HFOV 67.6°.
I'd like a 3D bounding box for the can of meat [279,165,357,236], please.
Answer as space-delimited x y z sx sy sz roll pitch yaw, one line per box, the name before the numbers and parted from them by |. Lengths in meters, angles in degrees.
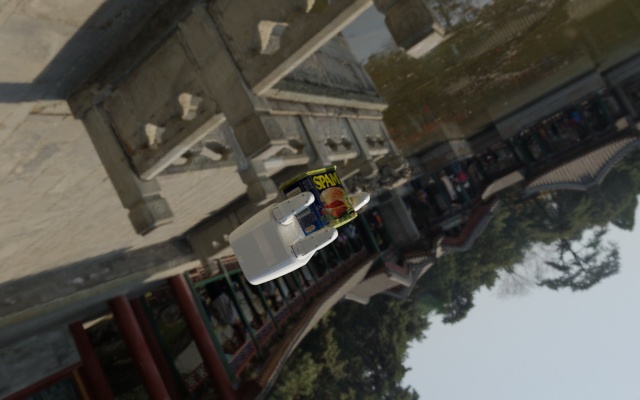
can of meat | 0.000 0.002 0.683 0.057 0.084 0.102 -29 -6 31
